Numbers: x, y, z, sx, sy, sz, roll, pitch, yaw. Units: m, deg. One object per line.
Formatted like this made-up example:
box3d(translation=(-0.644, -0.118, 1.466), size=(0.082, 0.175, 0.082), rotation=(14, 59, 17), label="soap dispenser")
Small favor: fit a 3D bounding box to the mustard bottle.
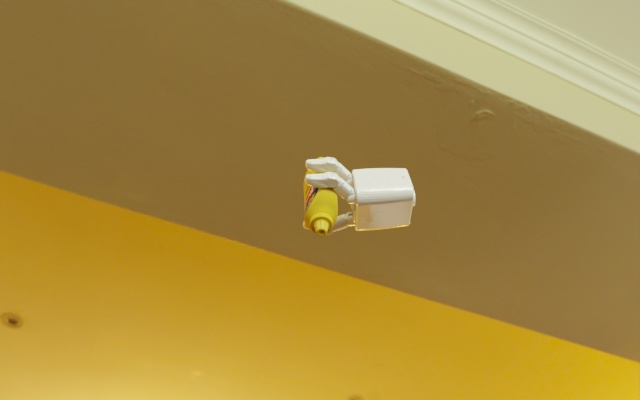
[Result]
box3d(translation=(0.000, 0.003, 0.899), size=(0.058, 0.096, 0.191), rotation=(17, 31, -13), label="mustard bottle")
